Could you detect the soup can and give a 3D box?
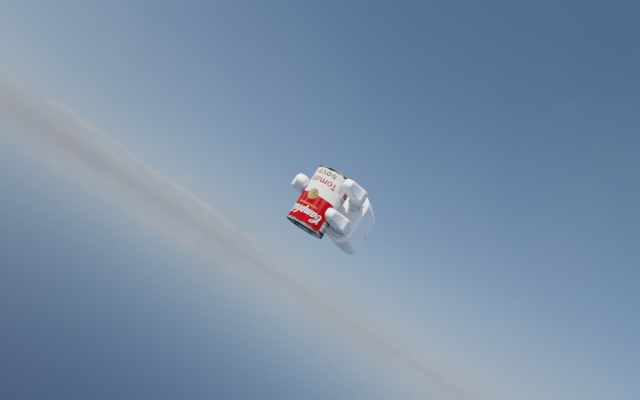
[{"bbox_3d":[0.000,0.002,0.780,0.068,0.102,0.068,32,-11,7],"label":"soup can"}]
